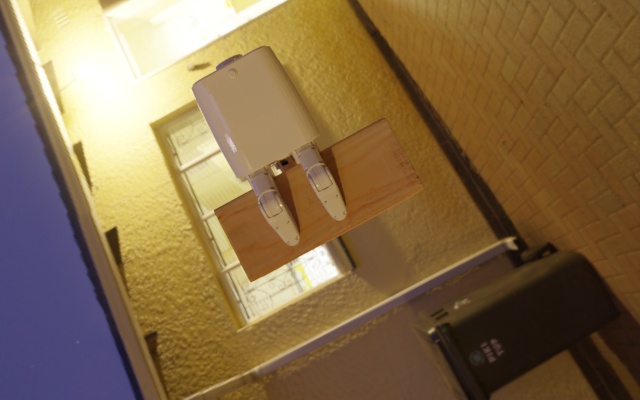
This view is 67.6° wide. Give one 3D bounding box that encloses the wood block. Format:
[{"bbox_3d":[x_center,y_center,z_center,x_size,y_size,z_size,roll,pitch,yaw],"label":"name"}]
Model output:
[{"bbox_3d":[0.000,0.001,0.541,0.206,0.090,0.091,-28,-4,1],"label":"wood block"}]
